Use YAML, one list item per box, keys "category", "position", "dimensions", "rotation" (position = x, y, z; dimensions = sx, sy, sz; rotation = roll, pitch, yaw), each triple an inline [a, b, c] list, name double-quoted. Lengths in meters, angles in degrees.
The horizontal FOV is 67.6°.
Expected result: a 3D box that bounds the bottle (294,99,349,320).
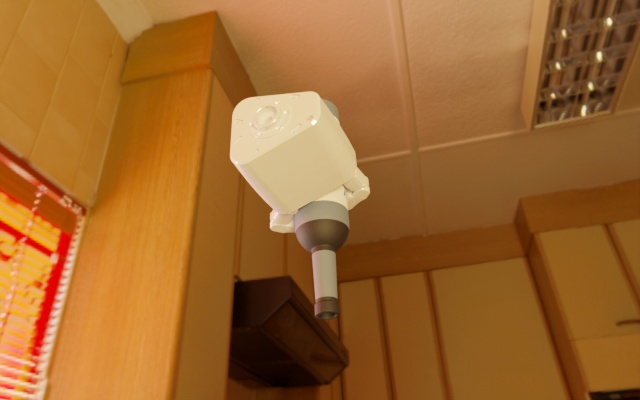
- category: "bottle"
  position: [0.000, 0.002, 0.599]
  dimensions: [0.069, 0.295, 0.069]
  rotation: [-2, -32, -2]
